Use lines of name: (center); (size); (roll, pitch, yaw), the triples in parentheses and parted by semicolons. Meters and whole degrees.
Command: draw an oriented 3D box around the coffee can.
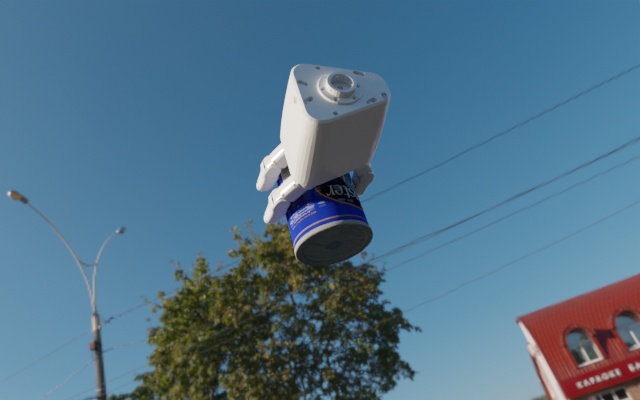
coffee can: (0.000, 0.002, 0.642); (0.103, 0.140, 0.103); (-13, -32, -8)
